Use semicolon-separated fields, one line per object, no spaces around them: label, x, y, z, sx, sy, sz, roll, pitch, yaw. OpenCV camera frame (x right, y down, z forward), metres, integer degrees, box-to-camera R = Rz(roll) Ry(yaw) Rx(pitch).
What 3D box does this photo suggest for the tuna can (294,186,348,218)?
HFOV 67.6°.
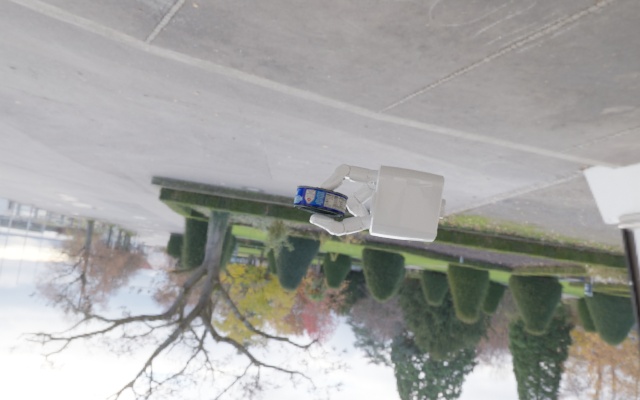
tuna can;0.000;0.003;0.777;0.086;0.033;0.086;12;-7;2
